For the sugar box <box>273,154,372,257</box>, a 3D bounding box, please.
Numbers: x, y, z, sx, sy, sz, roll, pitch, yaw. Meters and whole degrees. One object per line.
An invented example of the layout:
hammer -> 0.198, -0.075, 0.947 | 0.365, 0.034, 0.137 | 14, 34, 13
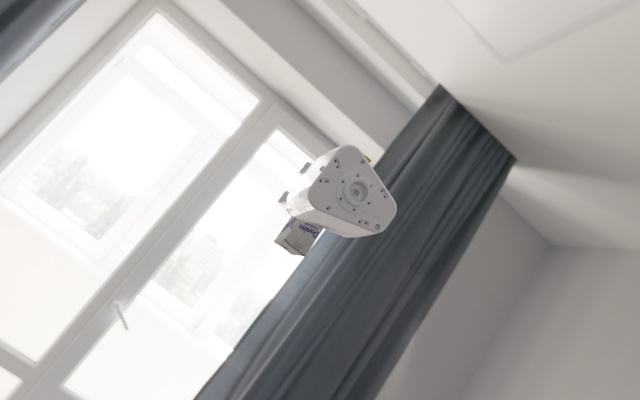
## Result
sugar box -> 0.000, 0.002, 0.728 | 0.048, 0.176, 0.093 | 39, -14, -8
